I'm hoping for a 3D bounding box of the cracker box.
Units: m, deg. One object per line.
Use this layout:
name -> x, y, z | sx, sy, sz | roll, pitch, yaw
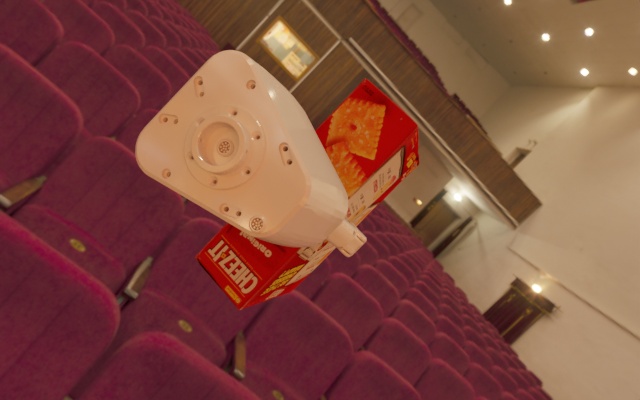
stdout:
cracker box -> 0.000, 0.002, 0.473 | 0.072, 0.214, 0.164 | 46, 4, 12
